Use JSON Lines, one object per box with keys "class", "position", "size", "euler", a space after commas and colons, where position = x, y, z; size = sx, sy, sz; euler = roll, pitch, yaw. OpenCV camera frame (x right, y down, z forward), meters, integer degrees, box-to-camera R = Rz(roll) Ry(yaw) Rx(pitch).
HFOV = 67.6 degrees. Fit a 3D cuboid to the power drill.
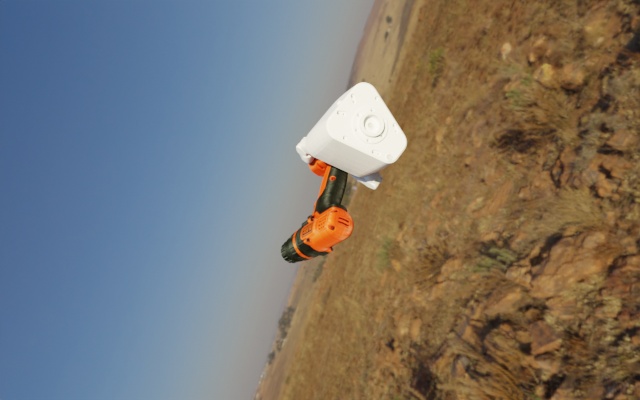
{"class": "power drill", "position": [0.000, 0.002, 0.772], "size": [0.057, 0.187, 0.184], "euler": [22, -29, -24]}
